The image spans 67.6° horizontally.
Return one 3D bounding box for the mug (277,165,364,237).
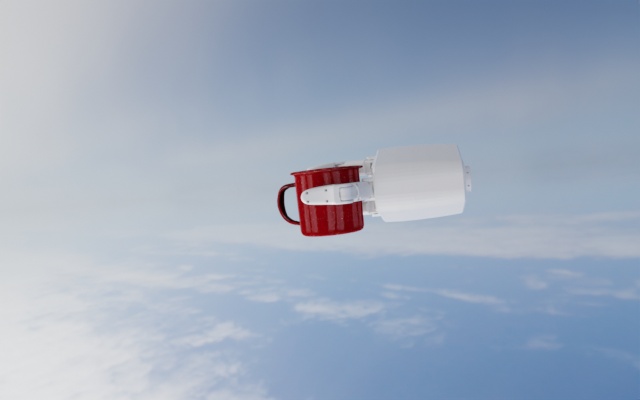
[{"bbox_3d":[-0.001,0.002,0.609,0.117,0.081,0.093,-6,2,15],"label":"mug"}]
